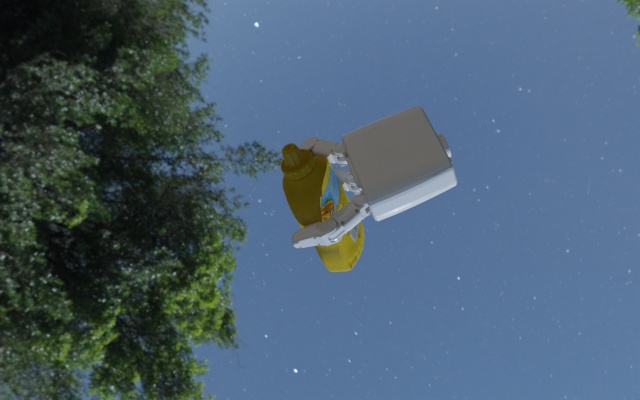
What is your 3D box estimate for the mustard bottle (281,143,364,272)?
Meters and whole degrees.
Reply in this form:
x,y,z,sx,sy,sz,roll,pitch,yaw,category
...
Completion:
x,y,z,sx,sy,sz,roll,pitch,yaw,category
0.000,0.002,0.609,0.058,0.096,0.192,-6,-43,25,mustard bottle
